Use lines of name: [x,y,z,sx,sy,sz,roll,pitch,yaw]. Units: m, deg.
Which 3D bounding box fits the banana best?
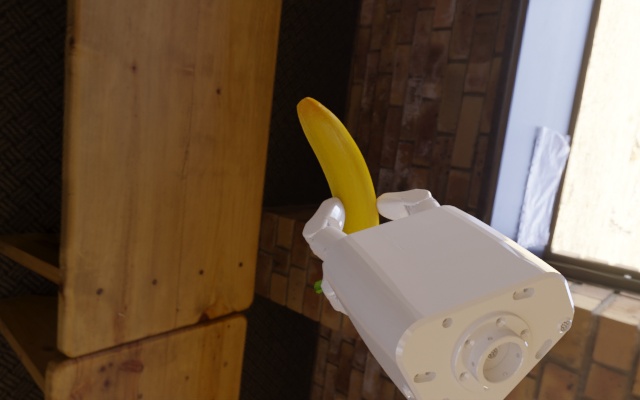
banana: [0.019,0.005,0.438,0.069,0.198,0.037,1,20,13]
